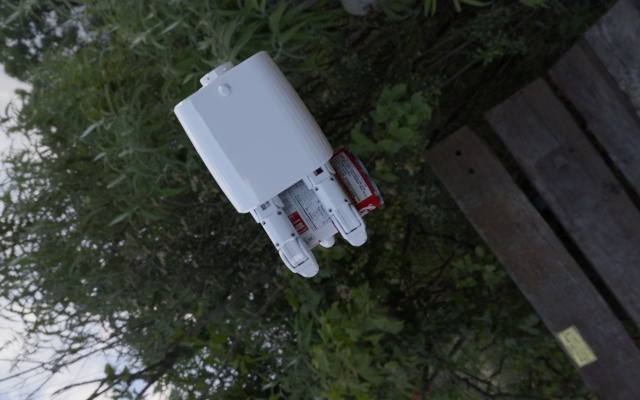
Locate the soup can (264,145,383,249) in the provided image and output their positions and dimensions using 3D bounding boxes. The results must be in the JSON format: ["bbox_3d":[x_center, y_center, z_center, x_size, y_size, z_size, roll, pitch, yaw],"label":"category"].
[{"bbox_3d":[0.000,0.002,0.463,0.102,0.068,0.068,-33,0,0],"label":"soup can"}]
